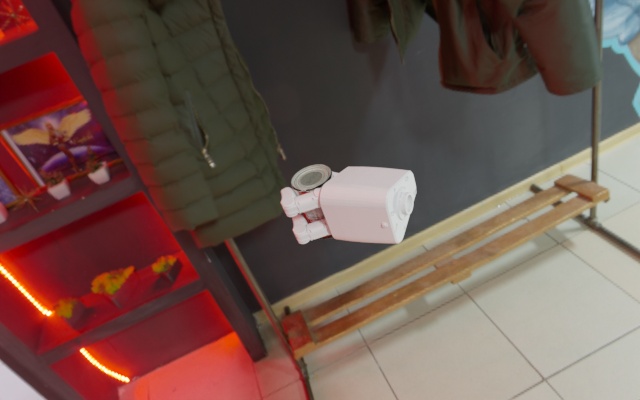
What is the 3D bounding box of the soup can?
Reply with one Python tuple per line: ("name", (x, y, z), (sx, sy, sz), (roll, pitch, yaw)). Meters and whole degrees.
("soup can", (0.000, 0.002, 0.760), (0.068, 0.102, 0.068), (-14, 35, 10))
